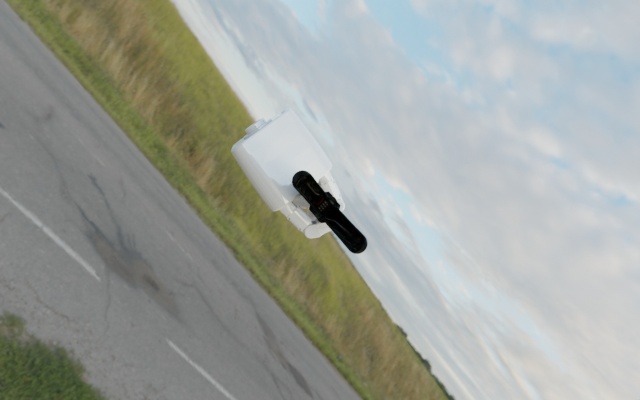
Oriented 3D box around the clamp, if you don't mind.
[{"bbox_3d":[0.001,0.002,0.619,0.039,0.120,0.171,-36,15,-4],"label":"clamp"}]
